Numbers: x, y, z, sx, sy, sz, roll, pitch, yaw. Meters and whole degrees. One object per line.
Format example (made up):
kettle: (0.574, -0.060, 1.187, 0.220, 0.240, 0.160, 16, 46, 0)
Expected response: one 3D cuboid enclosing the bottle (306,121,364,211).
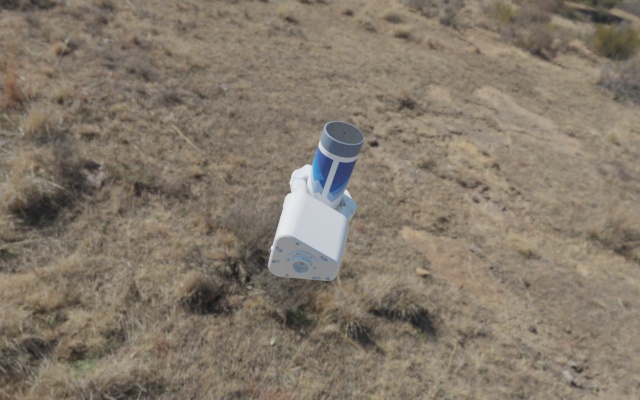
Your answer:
bottle: (0.000, 0.003, 0.842, 0.069, 0.296, 0.069, 12, 39, -9)
